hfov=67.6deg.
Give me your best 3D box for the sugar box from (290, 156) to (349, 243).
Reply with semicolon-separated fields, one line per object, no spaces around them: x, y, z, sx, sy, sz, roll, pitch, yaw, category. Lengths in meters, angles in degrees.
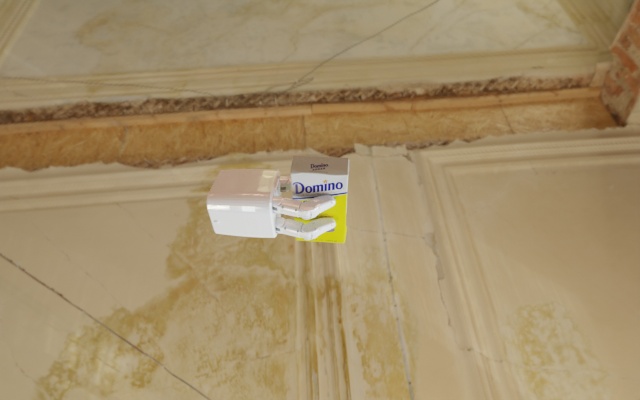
0.000;0.003;0.814;0.093;0.048;0.176;2;-40;4;sugar box
